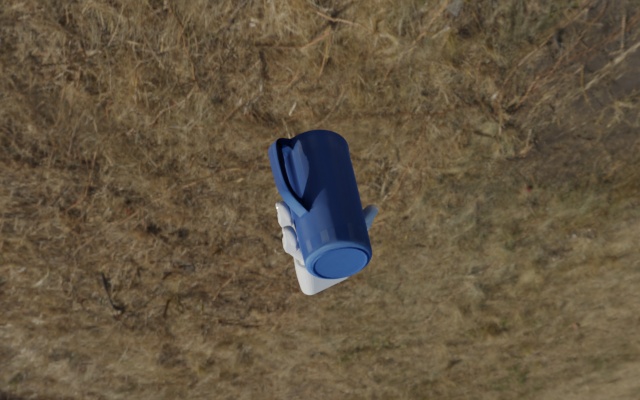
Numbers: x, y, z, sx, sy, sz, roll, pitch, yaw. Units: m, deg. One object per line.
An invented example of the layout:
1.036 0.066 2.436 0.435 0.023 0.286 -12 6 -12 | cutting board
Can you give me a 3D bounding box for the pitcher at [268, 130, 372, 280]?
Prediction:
0.000 0.003 0.804 0.149 0.242 0.145 -8 -39 -6 | pitcher
